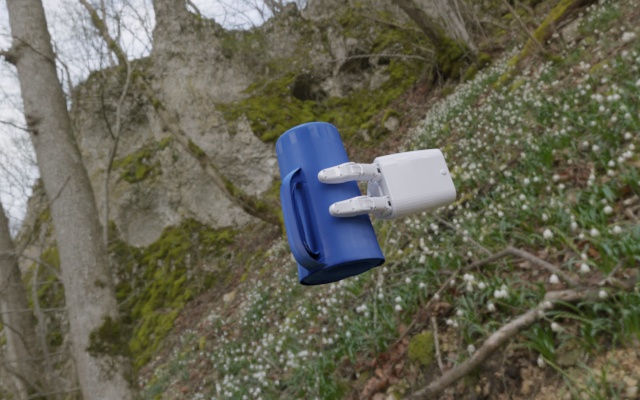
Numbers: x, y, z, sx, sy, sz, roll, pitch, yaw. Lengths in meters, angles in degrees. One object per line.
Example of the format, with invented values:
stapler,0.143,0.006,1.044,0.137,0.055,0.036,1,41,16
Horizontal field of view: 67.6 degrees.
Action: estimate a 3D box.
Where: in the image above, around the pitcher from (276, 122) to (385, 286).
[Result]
pitcher,0.000,0.002,0.743,0.145,0.242,0.149,-11,-19,-13
